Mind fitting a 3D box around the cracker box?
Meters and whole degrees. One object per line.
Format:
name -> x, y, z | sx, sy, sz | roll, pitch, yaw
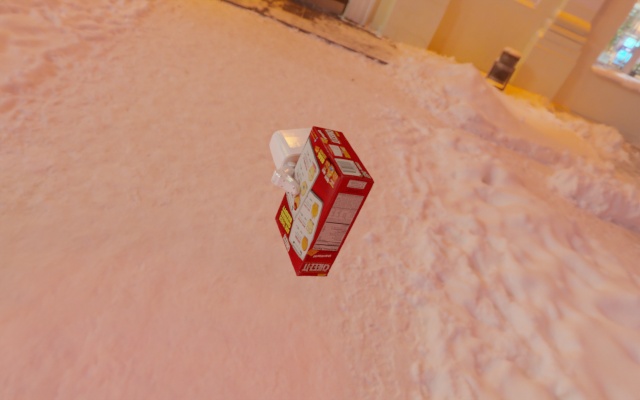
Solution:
cracker box -> 0.000, 0.003, 0.845 | 0.072, 0.214, 0.164 | 7, 34, -27
